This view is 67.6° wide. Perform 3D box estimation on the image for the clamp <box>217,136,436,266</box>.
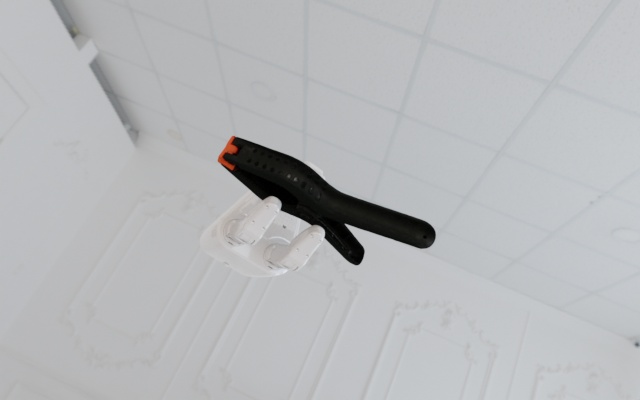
[{"bbox_3d":[0.000,0.001,0.471,0.210,0.036,0.164,34,-24,-17],"label":"clamp"}]
